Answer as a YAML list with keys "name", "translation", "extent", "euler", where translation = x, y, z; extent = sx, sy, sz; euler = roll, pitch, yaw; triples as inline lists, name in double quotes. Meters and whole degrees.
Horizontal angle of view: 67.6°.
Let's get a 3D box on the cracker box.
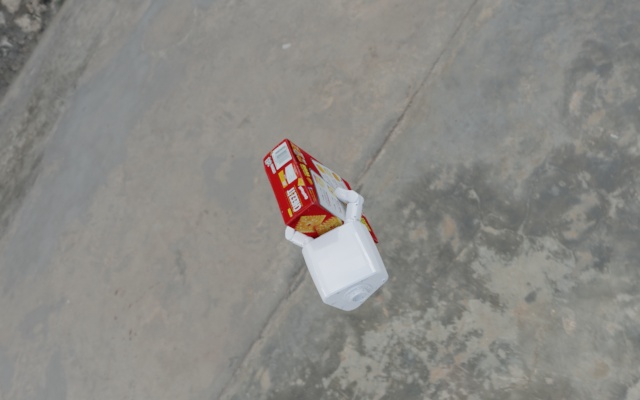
- name: "cracker box"
  translation: [0.000, 0.003, 0.887]
  extent: [0.072, 0.164, 0.214]
  euler: [-38, -39, 17]
